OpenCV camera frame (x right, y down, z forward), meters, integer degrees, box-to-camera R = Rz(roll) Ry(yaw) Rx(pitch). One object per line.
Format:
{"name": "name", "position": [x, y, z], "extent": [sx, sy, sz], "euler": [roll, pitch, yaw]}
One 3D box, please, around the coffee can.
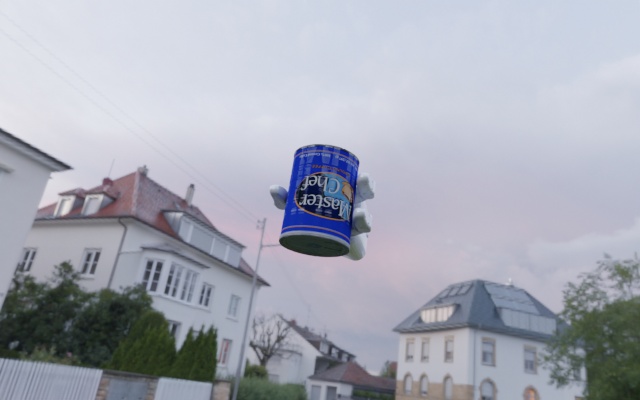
{"name": "coffee can", "position": [0.000, 0.002, 0.706], "extent": [0.103, 0.140, 0.103], "euler": [7, -21, 3]}
